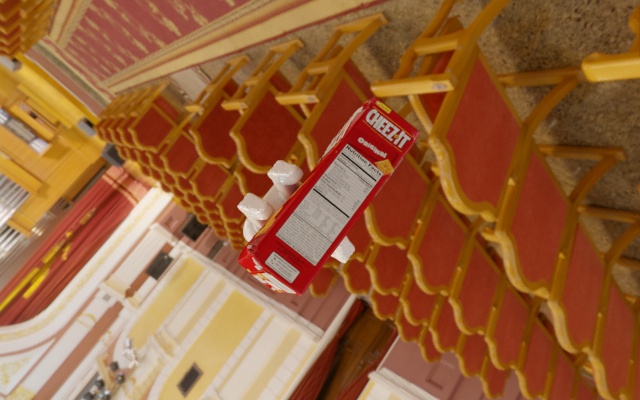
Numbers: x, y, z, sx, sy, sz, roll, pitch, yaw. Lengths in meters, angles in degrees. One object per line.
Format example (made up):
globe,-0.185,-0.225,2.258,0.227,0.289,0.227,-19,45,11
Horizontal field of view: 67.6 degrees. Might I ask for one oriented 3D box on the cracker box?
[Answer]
cracker box,0.000,0.002,0.545,0.072,0.213,0.164,39,-16,-5
